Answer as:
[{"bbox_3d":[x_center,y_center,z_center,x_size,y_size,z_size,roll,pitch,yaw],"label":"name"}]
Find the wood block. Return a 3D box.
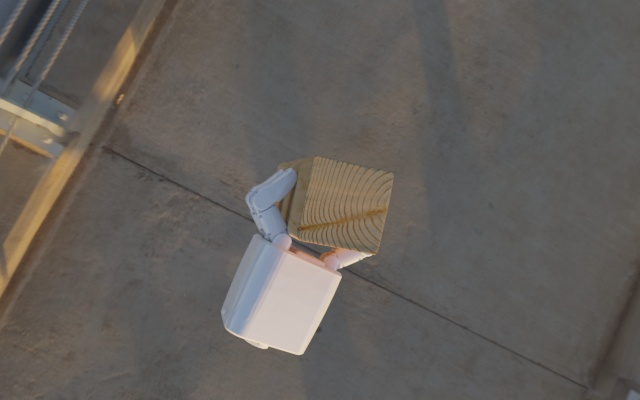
[{"bbox_3d":[0.000,0.002,0.584,0.091,0.090,0.206,12,-1,-15],"label":"wood block"}]
